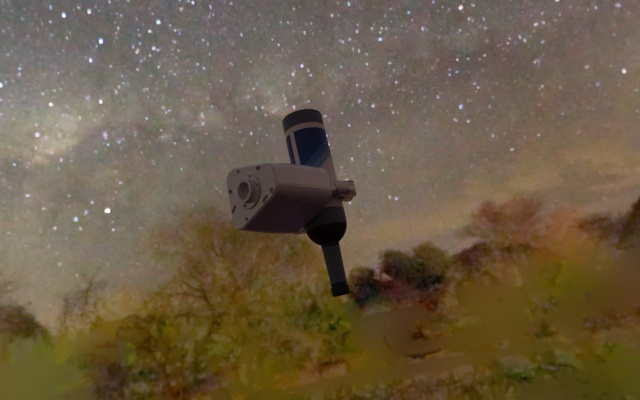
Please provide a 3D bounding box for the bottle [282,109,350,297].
[{"bbox_3d":[0.000,0.002,0.750,0.069,0.295,0.069,-12,-16,-3],"label":"bottle"}]
